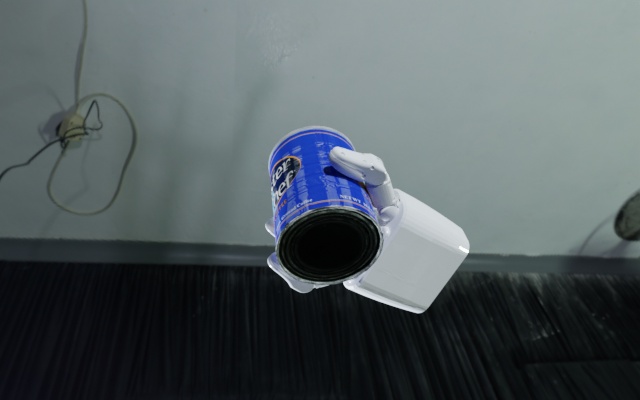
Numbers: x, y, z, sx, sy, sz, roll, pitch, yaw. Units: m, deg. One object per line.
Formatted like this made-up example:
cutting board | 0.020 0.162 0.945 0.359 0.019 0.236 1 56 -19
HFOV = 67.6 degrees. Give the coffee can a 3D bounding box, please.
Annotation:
coffee can | 0.000 0.001 0.499 0.103 0.103 0.140 0 39 -9
